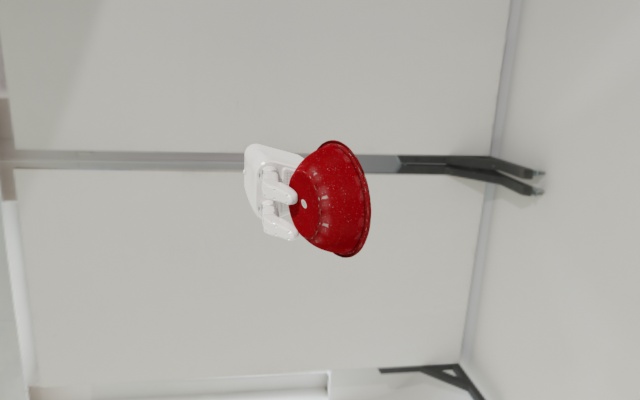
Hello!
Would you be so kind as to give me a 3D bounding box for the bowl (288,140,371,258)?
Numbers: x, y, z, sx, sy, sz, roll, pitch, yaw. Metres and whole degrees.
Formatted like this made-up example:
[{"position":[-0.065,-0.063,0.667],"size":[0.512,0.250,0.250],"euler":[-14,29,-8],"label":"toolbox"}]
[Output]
[{"position":[0.000,0.002,0.638],"size":[0.055,0.162,0.162],"euler":[-9,4,-29],"label":"bowl"}]
